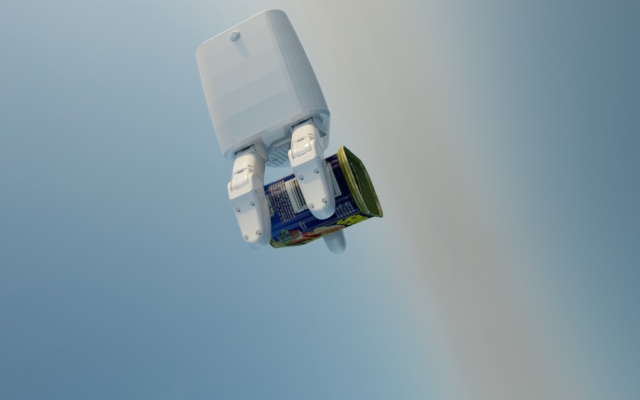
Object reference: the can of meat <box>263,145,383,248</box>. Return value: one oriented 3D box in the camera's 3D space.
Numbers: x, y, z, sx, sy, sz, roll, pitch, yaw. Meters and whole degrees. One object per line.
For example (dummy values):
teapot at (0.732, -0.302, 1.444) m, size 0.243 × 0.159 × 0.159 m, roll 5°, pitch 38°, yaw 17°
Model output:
can of meat at (0.000, 0.002, 0.407) m, size 0.084 × 0.057 × 0.102 m, roll -22°, pitch -10°, yaw 12°
